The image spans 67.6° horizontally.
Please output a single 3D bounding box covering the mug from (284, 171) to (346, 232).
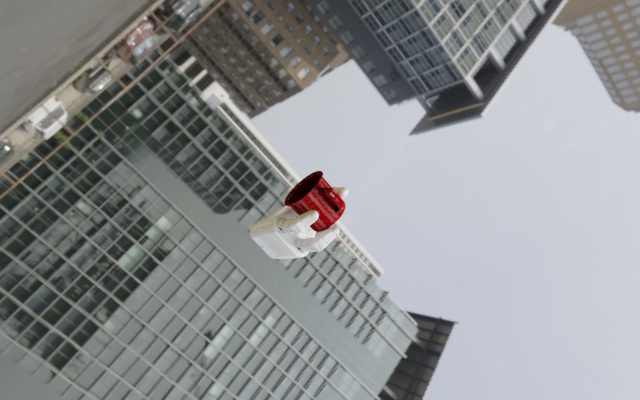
[{"bbox_3d":[0.001,0.003,0.887,0.117,0.081,0.093,-14,34,53],"label":"mug"}]
